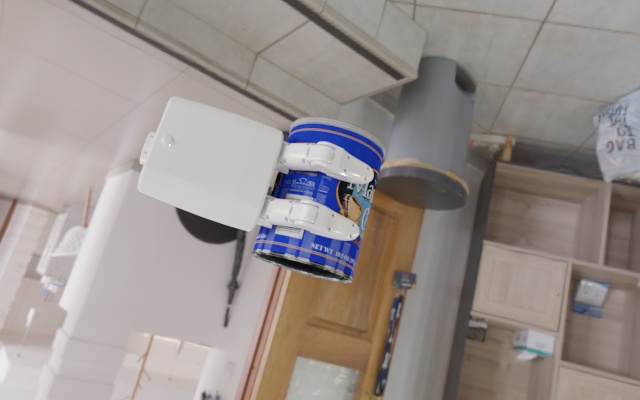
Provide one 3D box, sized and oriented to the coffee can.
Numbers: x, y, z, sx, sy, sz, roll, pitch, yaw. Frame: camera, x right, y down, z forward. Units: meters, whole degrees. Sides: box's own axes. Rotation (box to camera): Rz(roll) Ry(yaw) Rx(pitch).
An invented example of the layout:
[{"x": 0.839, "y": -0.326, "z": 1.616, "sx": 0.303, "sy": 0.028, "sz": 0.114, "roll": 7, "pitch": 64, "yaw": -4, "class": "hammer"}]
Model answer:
[{"x": 0.000, "y": 0.002, "z": 0.484, "sx": 0.103, "sy": 0.140, "sz": 0.103, "roll": 15, "pitch": -14, "yaw": 4, "class": "coffee can"}]
